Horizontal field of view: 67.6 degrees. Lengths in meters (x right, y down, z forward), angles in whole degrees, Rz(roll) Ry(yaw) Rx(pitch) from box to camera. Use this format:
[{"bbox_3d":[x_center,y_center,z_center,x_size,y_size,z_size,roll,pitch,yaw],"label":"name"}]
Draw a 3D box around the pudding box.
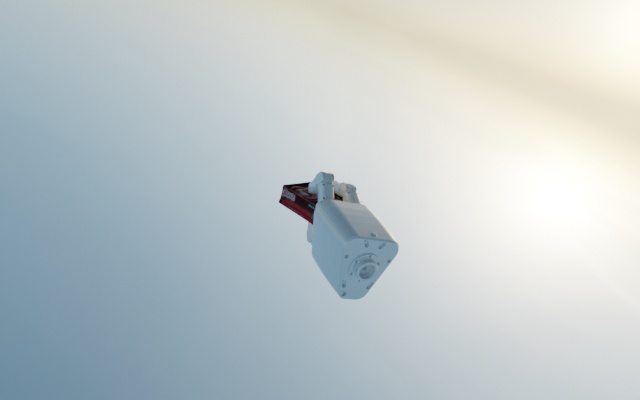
[{"bbox_3d":[0.000,0.003,0.805,0.090,0.039,0.113,32,23,31],"label":"pudding box"}]
